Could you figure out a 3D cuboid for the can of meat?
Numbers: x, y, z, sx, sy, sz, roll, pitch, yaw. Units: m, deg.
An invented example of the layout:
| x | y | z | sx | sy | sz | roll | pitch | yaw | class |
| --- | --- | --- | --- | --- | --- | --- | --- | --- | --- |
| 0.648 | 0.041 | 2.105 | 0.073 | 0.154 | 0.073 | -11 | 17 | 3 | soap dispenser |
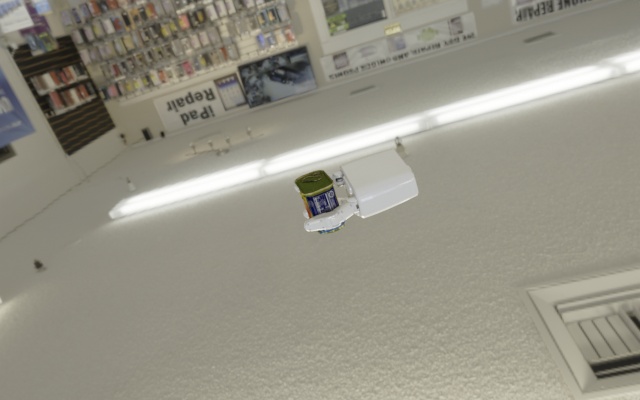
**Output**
| x | y | z | sx | sy | sz | roll | pitch | yaw | class |
| --- | --- | --- | --- | --- | --- | --- | --- | --- | --- |
| 0.000 | 0.003 | 0.839 | 0.057 | 0.084 | 0.102 | -22 | 22 | -6 | can of meat |
